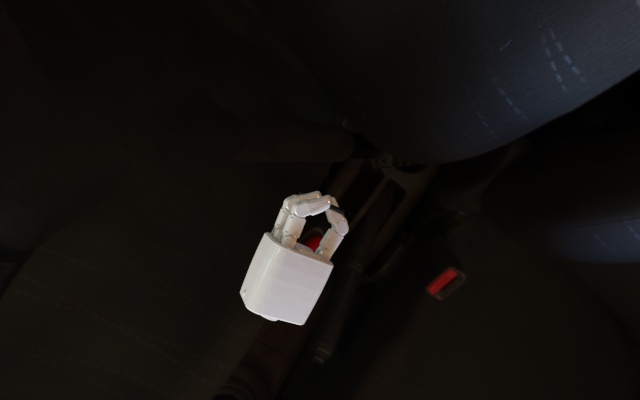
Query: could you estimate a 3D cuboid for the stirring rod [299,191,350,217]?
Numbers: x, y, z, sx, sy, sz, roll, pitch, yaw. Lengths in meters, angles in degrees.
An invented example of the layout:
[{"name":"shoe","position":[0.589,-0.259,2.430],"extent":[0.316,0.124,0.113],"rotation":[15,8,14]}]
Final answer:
[{"name":"stirring rod","position":[0.000,0.003,0.753],"extent":[0.011,0.011,0.239],"rotation":[0,8,-17]}]
